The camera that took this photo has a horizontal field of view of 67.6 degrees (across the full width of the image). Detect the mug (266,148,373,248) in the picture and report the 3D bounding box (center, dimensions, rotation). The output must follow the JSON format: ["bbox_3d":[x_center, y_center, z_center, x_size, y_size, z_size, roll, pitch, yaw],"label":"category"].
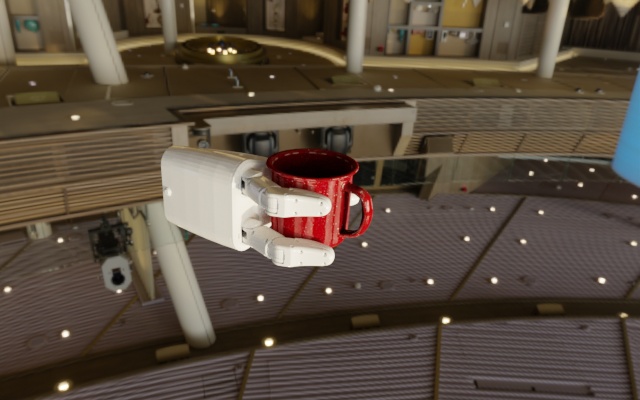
[{"bbox_3d":[0.001,0.002,0.489,0.117,0.081,0.093,16,27,27],"label":"mug"}]
